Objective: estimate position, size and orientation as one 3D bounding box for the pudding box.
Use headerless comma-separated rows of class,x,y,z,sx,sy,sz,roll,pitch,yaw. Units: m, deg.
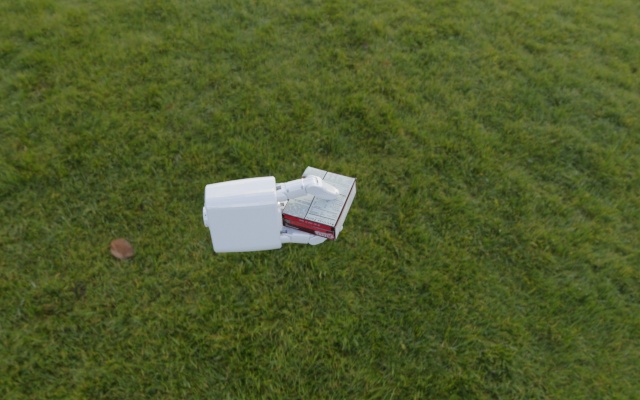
pudding box,0.000,0.002,0.764,0.090,0.113,0.039,16,-37,14
